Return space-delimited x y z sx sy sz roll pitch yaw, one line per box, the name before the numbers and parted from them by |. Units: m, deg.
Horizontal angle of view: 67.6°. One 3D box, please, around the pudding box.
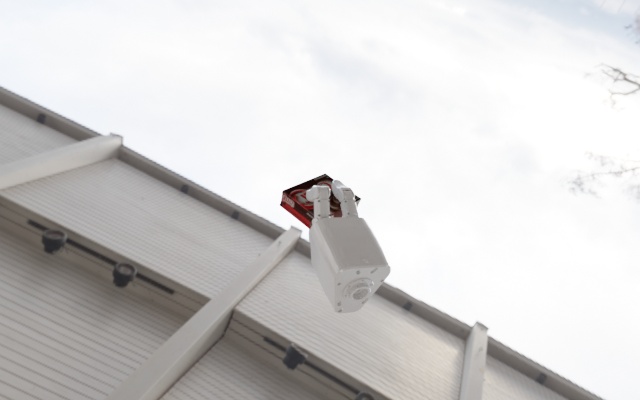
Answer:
pudding box | 0.000 0.003 0.820 0.090 0.039 0.113 37 38 26
